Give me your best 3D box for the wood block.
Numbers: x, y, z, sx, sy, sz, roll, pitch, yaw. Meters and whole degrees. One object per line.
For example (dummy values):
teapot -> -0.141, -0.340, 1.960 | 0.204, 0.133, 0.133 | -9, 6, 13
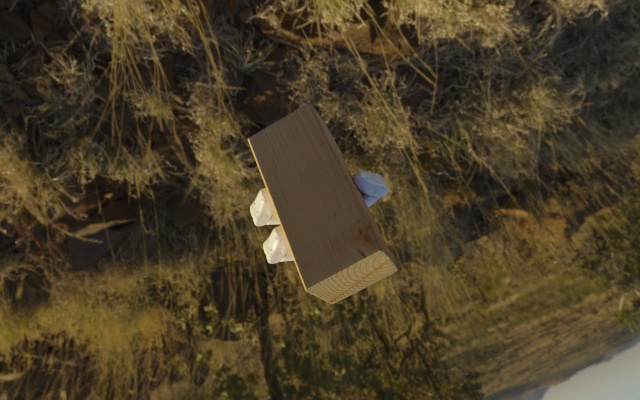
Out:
wood block -> 0.001, 0.002, 0.560 | 0.091, 0.206, 0.090 | -29, -29, 8
